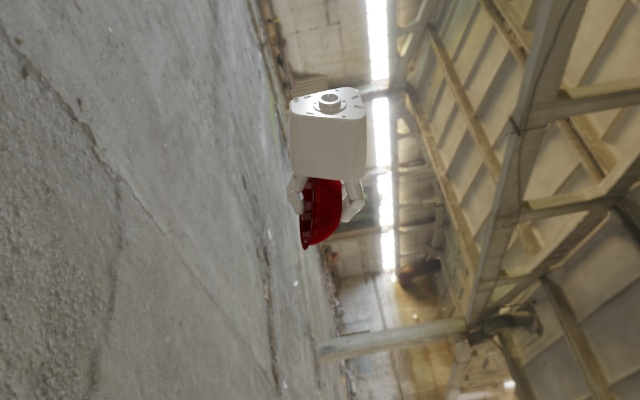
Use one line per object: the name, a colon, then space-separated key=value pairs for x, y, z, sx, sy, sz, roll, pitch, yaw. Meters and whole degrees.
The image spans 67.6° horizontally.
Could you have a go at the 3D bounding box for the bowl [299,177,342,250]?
bowl: x=0.000 y=0.003 z=0.798 sx=0.055 sy=0.162 sz=0.162 roll=2 pitch=0 yaw=-10
